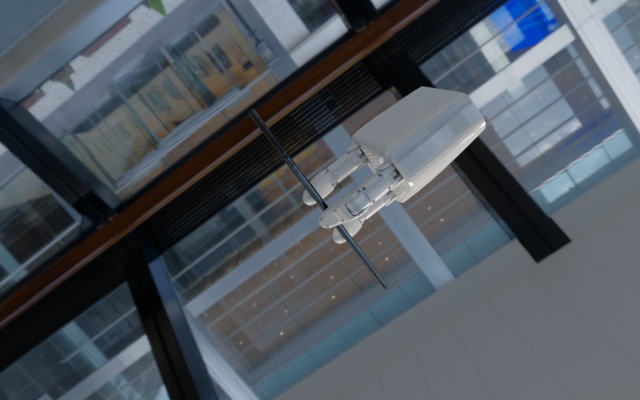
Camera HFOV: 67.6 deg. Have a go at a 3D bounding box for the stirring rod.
[{"bbox_3d":[0.000,0.002,0.511,0.011,0.239,0.011,-36,9,7],"label":"stirring rod"}]
